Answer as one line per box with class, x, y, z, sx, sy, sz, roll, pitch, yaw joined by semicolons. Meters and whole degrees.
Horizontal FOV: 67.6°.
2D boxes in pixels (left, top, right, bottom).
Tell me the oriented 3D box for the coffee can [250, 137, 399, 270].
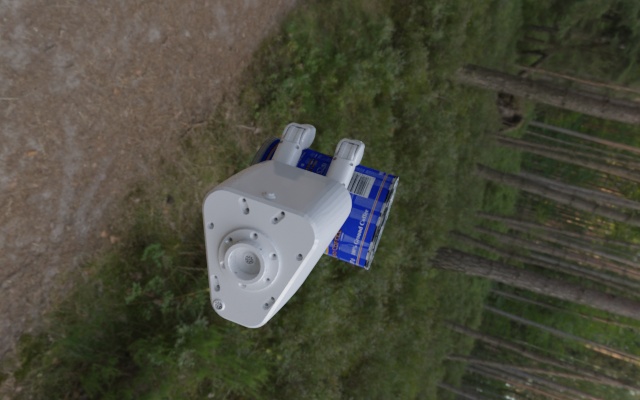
coffee can;0.000;0.002;0.506;0.140;0.103;0.103;18;3;10
